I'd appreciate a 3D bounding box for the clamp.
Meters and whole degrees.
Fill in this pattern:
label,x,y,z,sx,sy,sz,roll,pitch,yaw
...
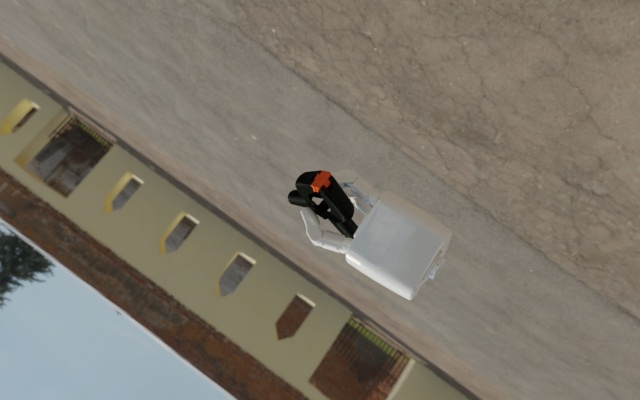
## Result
label,x,y,z,sx,sy,sz,roll,pitch,yaw
clamp,0.000,0.003,0.706,0.164,0.036,0.210,32,-14,21
